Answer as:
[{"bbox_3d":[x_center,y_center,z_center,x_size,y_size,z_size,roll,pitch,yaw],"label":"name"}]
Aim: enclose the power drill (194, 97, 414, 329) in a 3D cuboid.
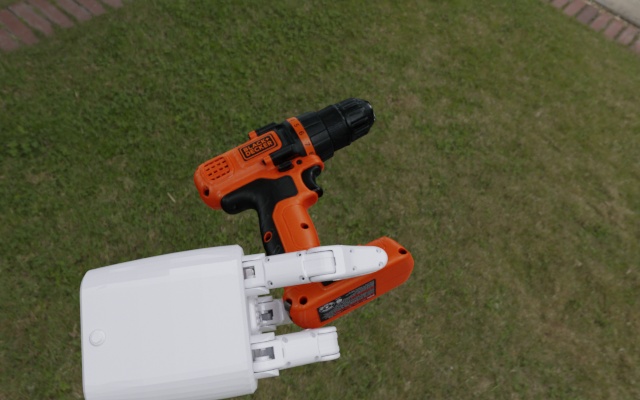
[{"bbox_3d":[0.000,0.002,0.419,0.184,0.187,0.057,-28,-33,-7],"label":"power drill"}]
